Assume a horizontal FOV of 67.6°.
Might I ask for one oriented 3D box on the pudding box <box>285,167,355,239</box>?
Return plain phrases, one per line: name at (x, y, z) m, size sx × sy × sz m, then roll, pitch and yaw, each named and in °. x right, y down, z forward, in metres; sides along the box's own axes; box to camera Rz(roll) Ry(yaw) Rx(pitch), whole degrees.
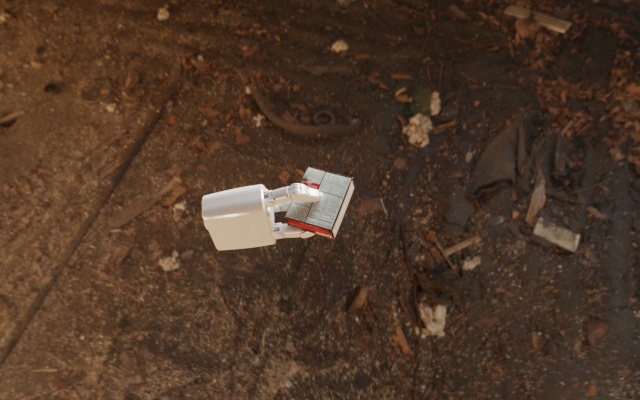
pudding box at (0.000, 0.003, 0.835) m, size 0.090 × 0.113 × 0.039 m, roll 16°, pitch -24°, yaw 16°
